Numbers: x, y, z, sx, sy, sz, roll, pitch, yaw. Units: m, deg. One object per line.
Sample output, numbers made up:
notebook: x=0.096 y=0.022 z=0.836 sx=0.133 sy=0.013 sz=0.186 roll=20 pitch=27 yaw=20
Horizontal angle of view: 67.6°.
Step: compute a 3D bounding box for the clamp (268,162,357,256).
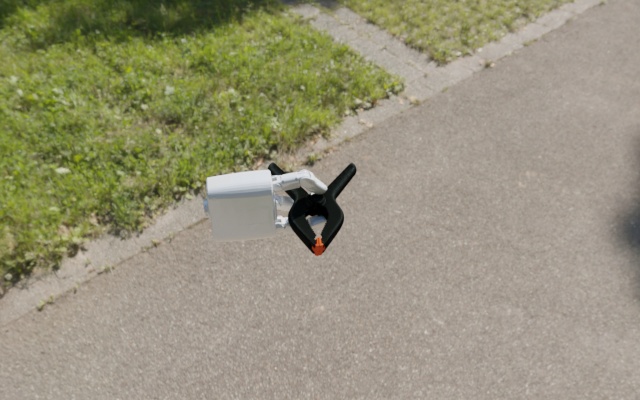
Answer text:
clamp: x=0.000 y=0.003 z=0.830 sx=0.164 sy=0.209 sz=0.036 roll=-6 pitch=-43 yaw=-9
